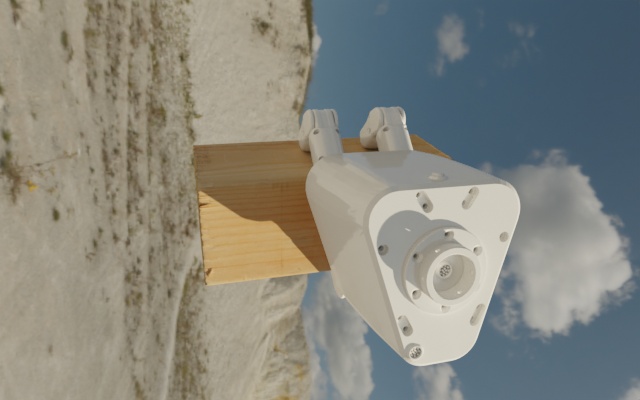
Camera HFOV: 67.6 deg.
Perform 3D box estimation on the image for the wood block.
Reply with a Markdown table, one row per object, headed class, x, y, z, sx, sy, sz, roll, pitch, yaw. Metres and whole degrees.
| class | x | y | z | sx | sy | sz | roll | pitch | yaw |
| --- | --- | --- | --- | --- | --- | --- | --- | --- | --- |
| wood block | 0.000 | 0.002 | 0.412 | 0.206 | 0.091 | 0.090 | -4 | 25 | -15 |
